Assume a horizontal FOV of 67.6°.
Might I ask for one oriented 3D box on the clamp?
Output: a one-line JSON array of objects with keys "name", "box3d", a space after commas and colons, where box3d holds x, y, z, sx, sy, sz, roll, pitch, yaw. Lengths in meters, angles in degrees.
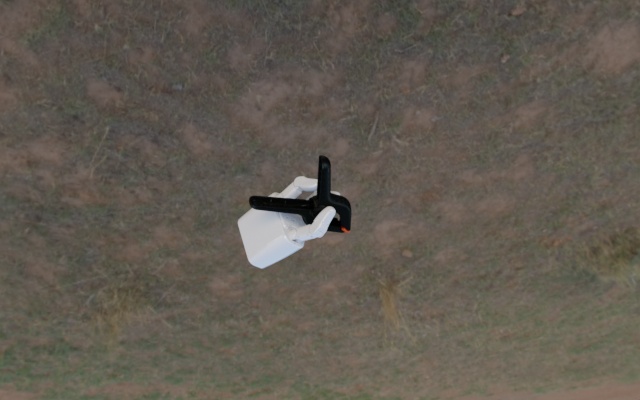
[{"name": "clamp", "box3d": [0.000, 0.004, 0.862, 0.164, 0.036, 0.210, -33, -42, 27]}]
